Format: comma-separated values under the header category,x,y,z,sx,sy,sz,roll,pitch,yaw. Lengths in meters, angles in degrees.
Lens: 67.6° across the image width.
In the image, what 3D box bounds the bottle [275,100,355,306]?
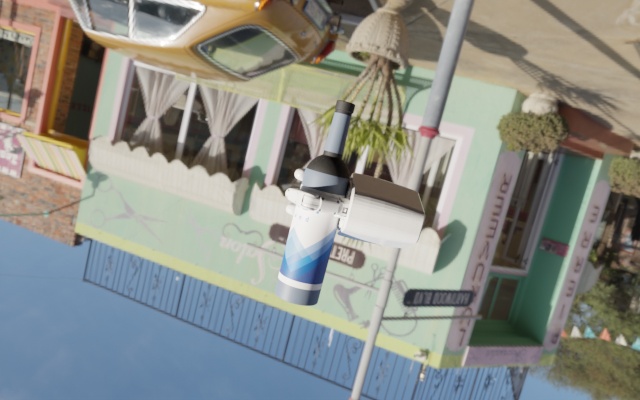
category,x,y,z,sx,sy,sz,roll,pitch,yaw
bottle,0.000,0.003,0.694,0.069,0.296,0.069,14,6,-2
